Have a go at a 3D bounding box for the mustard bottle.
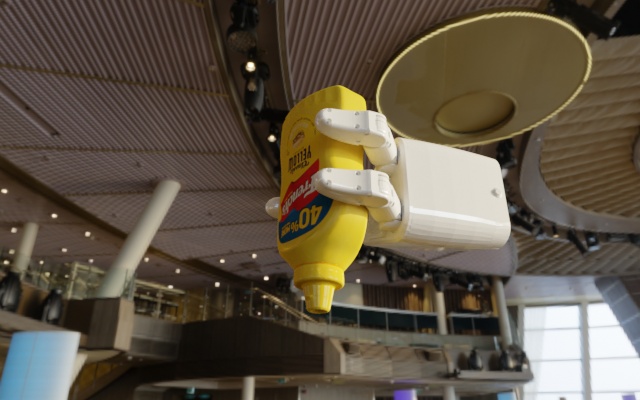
[{"bbox_3d":[0.000,0.001,0.416,0.058,0.191,0.096,20,-32,-35],"label":"mustard bottle"}]
